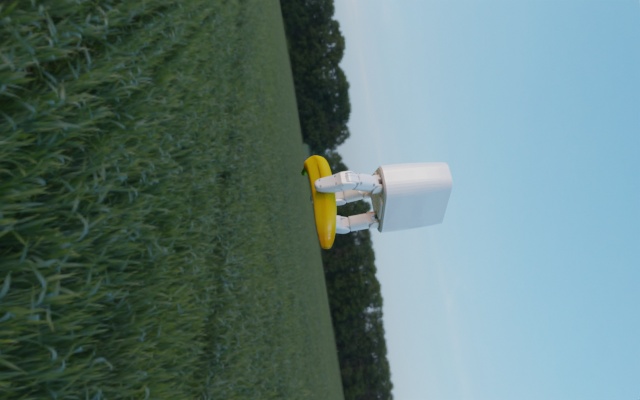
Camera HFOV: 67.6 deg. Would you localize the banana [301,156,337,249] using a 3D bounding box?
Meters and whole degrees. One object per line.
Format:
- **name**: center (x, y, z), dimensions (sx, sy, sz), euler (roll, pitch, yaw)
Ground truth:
- **banana**: center (0.001, -0.014, 0.740), dimensions (0.037, 0.070, 0.197), euler (-3, 39, -9)
